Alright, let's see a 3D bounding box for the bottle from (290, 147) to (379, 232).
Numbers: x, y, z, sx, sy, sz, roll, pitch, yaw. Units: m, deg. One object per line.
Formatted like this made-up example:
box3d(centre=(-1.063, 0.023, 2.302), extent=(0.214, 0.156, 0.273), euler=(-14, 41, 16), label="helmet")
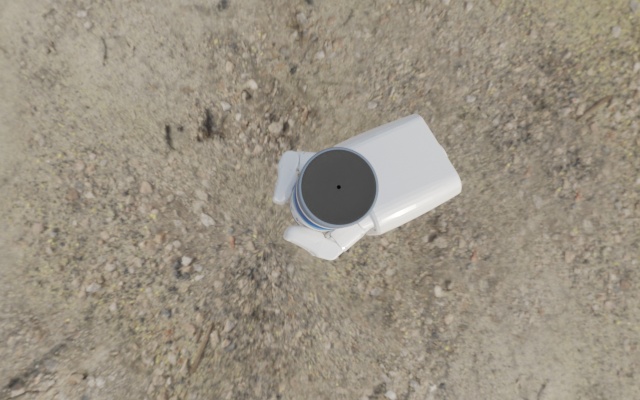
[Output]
box3d(centre=(0.000, 0.002, 0.533), extent=(0.069, 0.069, 0.296), euler=(0, -5, -6), label="bottle")
